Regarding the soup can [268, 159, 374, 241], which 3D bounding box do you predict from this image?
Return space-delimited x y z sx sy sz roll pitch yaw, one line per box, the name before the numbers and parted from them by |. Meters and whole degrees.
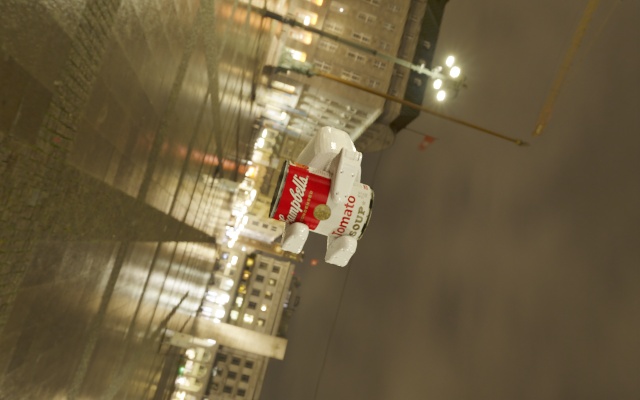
soup can | 0.000 0.002 0.533 0.102 0.068 0.068 17 -3 -10
